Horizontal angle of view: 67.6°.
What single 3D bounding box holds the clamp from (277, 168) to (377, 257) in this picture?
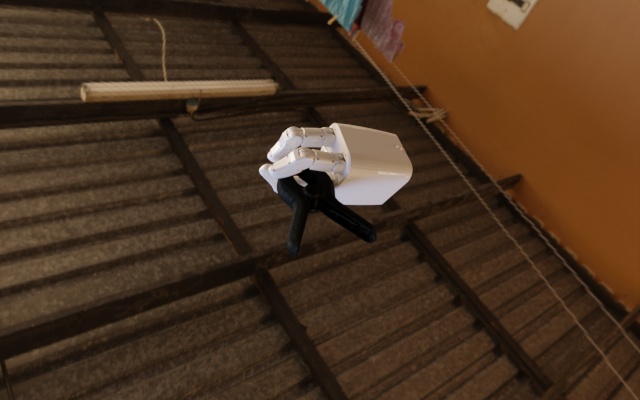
[{"bbox_3d":[0.000,0.002,0.630,0.120,0.171,0.039,3,-44,-23],"label":"clamp"}]
